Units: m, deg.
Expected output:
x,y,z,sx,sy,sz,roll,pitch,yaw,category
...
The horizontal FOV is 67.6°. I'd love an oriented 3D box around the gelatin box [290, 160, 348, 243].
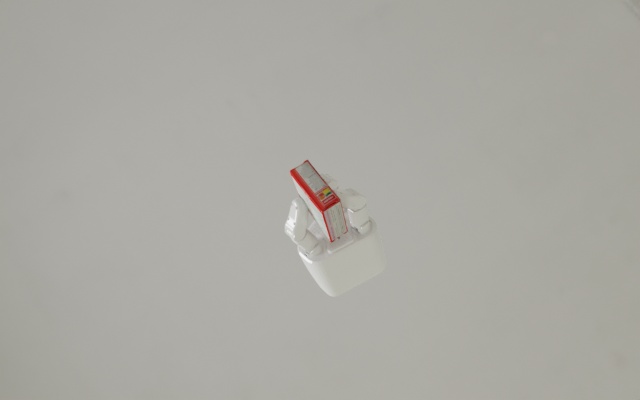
x,y,z,sx,sy,sz,roll,pitch,yaw,category
0.000,0.002,0.597,0.030,0.073,0.089,-33,-30,-8,gelatin box
